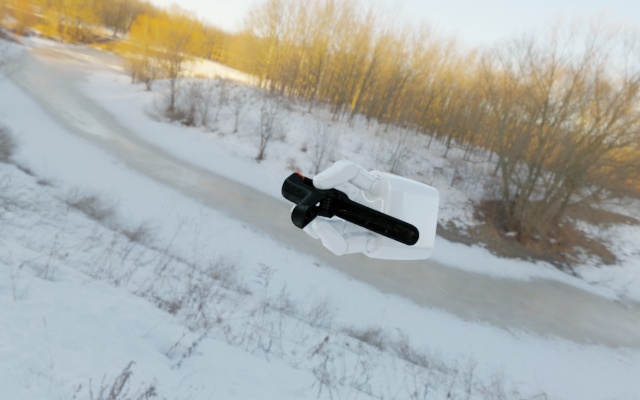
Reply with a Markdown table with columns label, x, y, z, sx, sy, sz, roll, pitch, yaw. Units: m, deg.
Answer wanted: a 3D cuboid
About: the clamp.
| label | x | y | z | sx | sy | sz | roll | pitch | yaw |
| --- | --- | --- | --- | --- | --- | --- | --- | --- | --- |
| clamp | 0.000 | 0.001 | 0.597 | 0.164 | 0.036 | 0.210 | 10 | 13 | -35 |
